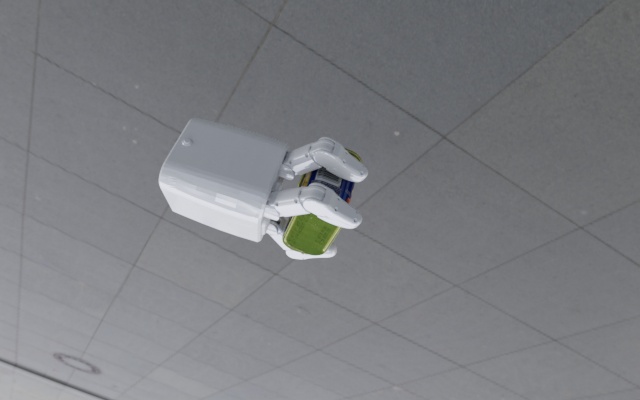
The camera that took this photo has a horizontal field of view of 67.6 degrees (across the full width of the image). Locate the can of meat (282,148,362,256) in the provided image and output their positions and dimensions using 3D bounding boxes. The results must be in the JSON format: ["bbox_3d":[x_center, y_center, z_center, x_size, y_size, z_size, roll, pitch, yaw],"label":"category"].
[{"bbox_3d":[0.000,0.002,0.524,0.057,0.084,0.102,21,-38,-5],"label":"can of meat"}]
